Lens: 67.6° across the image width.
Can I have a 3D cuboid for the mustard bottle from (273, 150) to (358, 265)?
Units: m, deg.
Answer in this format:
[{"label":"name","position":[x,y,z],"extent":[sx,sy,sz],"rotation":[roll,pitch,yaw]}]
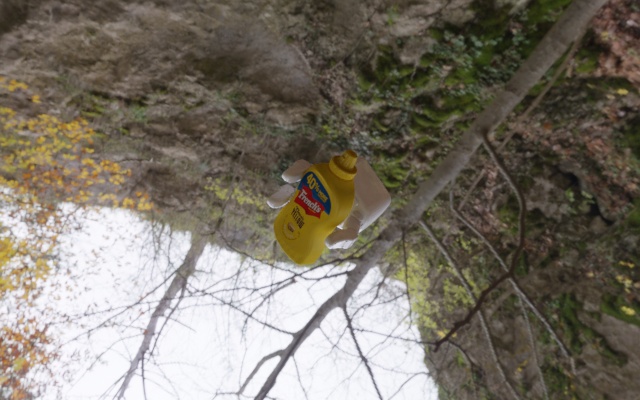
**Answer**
[{"label":"mustard bottle","position":[0.000,0.003,0.714],"extent":[0.058,0.192,0.096],"rotation":[1,44,-41]}]
